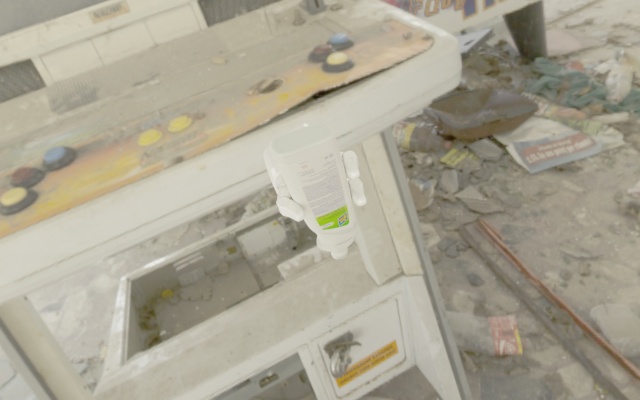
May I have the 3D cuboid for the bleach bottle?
[{"bbox_3d":[0.000,0.003,0.786,0.102,0.251,0.068,-20,37,-6],"label":"bleach bottle"}]
